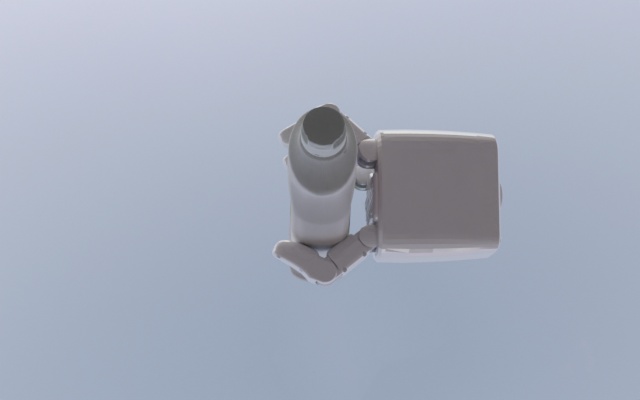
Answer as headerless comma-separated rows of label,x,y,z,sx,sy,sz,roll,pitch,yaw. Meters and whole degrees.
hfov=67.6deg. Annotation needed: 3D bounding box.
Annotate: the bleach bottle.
bleach bottle,0.000,0.001,0.426,0.068,0.102,0.251,1,-20,-1
